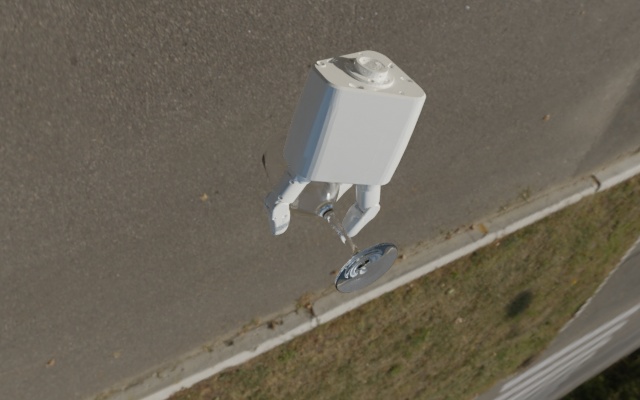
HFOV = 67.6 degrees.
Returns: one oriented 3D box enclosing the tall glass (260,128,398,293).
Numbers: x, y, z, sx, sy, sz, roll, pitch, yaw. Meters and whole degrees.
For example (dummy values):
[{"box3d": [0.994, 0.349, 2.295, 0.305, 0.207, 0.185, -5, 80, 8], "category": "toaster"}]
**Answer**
[{"box3d": [0.000, 0.002, 0.538, 0.079, 0.079, 0.201, 0, 42, -41], "category": "tall glass"}]
